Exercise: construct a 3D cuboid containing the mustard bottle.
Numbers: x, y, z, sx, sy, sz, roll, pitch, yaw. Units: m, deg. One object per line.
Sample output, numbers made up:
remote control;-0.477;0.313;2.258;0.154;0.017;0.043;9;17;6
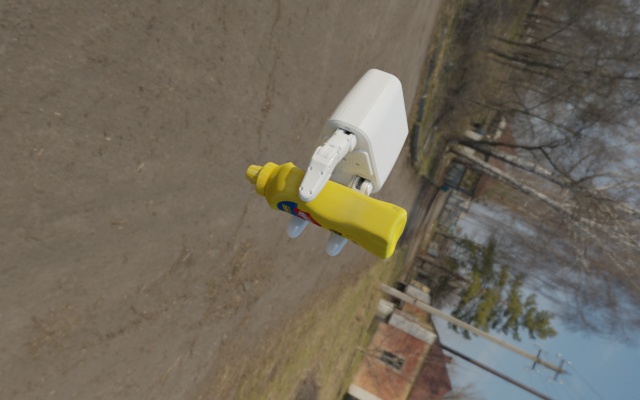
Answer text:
mustard bottle;0.000;0.002;0.545;0.191;0.058;0.096;24;-7;15
